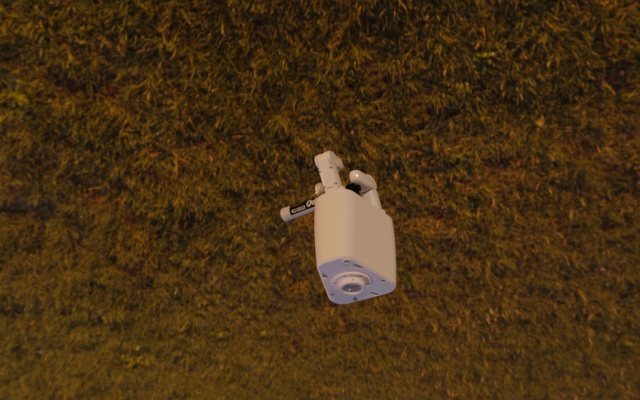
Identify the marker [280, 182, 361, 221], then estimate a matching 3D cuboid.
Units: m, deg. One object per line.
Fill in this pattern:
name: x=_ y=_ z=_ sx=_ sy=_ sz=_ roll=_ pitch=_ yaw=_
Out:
marker: x=0.000 y=0.002 z=0.656 sx=0.121 sy=0.020 sz=0.020 roll=-20 pitch=-8 yaw=22
